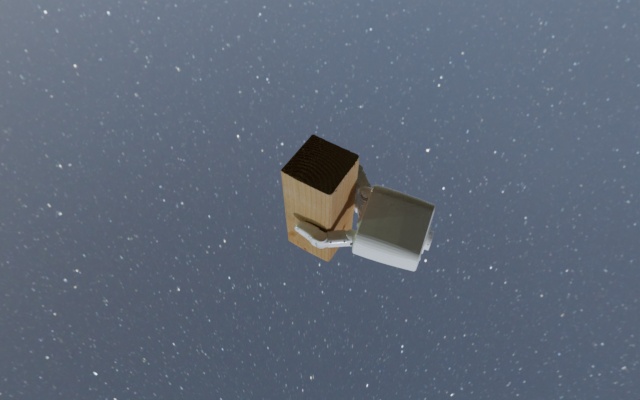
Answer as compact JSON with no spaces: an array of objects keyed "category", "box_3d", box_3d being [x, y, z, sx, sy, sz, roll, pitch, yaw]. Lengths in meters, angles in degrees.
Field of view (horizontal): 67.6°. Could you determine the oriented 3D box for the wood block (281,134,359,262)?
[{"category":"wood block","box_3d":[0.000,0.003,0.800,0.090,0.090,0.206,27,-31,18]}]
